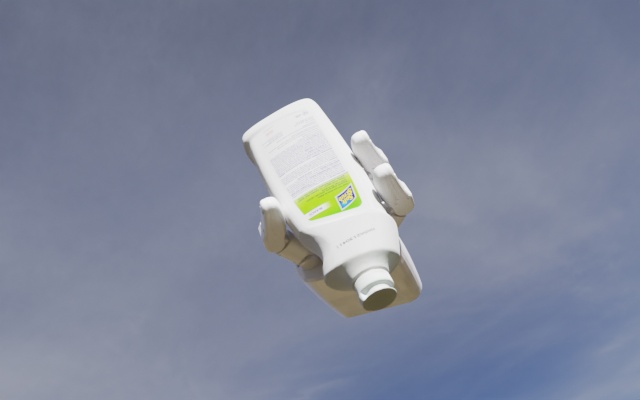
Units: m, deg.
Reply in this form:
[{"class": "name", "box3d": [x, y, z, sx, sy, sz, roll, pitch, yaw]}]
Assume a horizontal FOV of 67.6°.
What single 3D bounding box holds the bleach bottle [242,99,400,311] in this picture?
[{"class": "bleach bottle", "box3d": [0.000, 0.001, 0.459, 0.102, 0.250, 0.068, -31, -45, 5]}]
